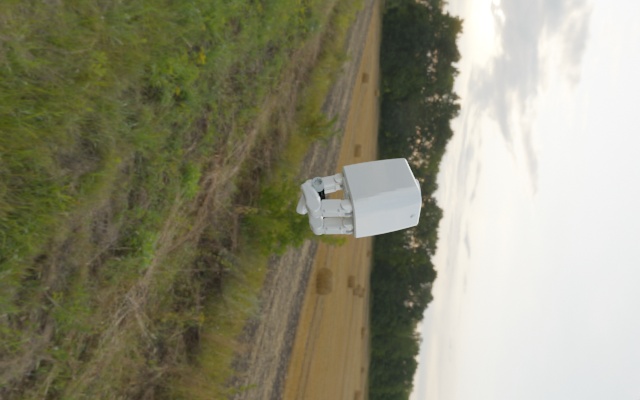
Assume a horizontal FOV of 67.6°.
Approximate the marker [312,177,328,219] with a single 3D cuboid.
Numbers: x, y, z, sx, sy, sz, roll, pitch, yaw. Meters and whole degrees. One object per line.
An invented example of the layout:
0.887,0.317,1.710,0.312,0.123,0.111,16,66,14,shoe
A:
0.000,0.003,0.794,0.020,0.020,0.121,0,-32,5,marker
